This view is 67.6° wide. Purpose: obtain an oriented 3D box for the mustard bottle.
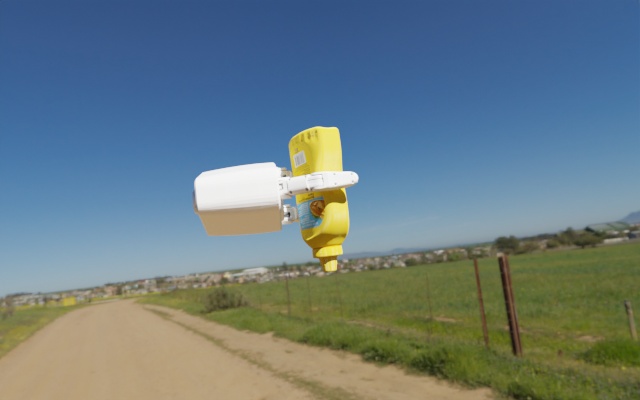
[{"bbox_3d":[0.000,0.002,0.658,0.058,0.191,0.096,-3,-8,-31],"label":"mustard bottle"}]
